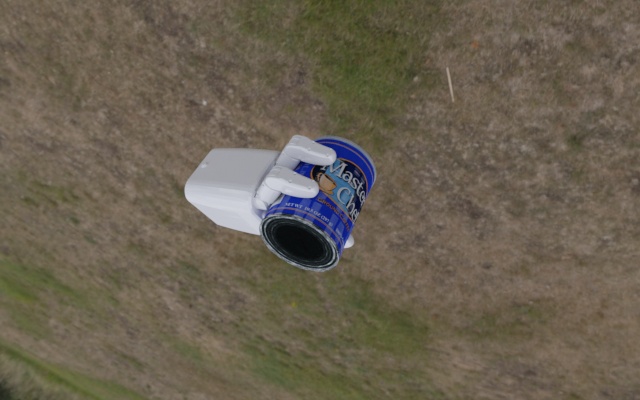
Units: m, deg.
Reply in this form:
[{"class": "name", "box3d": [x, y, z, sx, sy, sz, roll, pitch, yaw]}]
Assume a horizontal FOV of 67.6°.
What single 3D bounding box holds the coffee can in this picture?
[{"class": "coffee can", "box3d": [0.000, 0.002, 0.598, 0.103, 0.140, 0.103, 17, -38, 14]}]
